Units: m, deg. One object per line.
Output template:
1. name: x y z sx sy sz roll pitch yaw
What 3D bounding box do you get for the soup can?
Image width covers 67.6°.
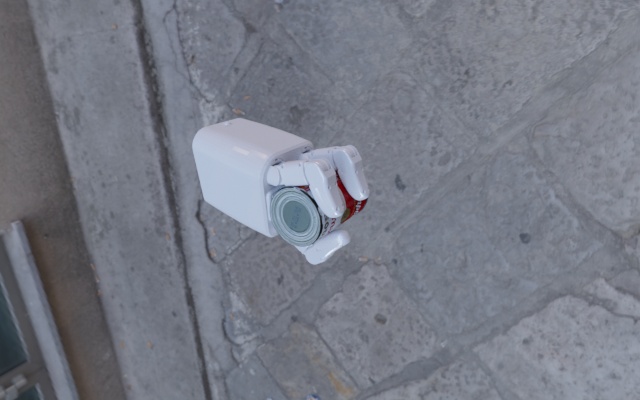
1. soup can: 0.000 0.002 0.529 0.068 0.068 0.102 0 18 35
